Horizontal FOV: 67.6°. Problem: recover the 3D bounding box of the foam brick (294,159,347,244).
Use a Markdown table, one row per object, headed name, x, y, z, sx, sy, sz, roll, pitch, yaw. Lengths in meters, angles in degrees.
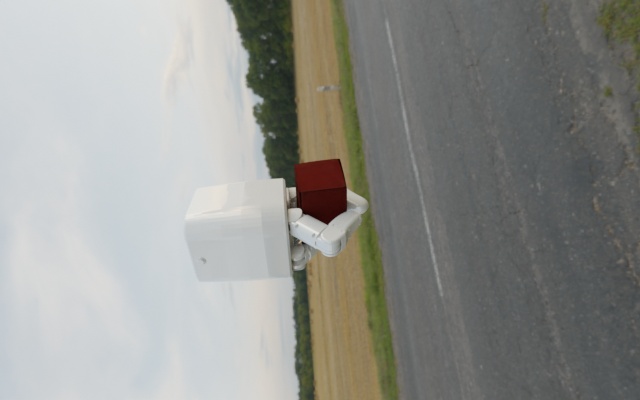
| name | x | y | z | sx | sy | sz | roll | pitch | yaw |
| --- | --- | --- | --- | --- | --- | --- | --- | --- | --- |
| foam brick | 0.000 | 0.001 | 0.526 | 0.051 | 0.078 | 0.053 | -5 | 40 | -5 |
